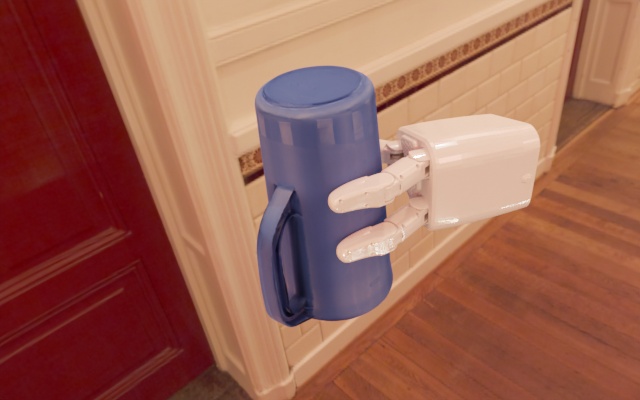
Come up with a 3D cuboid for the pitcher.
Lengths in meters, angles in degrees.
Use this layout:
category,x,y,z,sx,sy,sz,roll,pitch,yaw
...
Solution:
category,x,y,z,sx,sy,sz,roll,pitch,yaw
pitcher,0.000,0.002,0.481,0.145,0.243,0.149,-10,35,-4
